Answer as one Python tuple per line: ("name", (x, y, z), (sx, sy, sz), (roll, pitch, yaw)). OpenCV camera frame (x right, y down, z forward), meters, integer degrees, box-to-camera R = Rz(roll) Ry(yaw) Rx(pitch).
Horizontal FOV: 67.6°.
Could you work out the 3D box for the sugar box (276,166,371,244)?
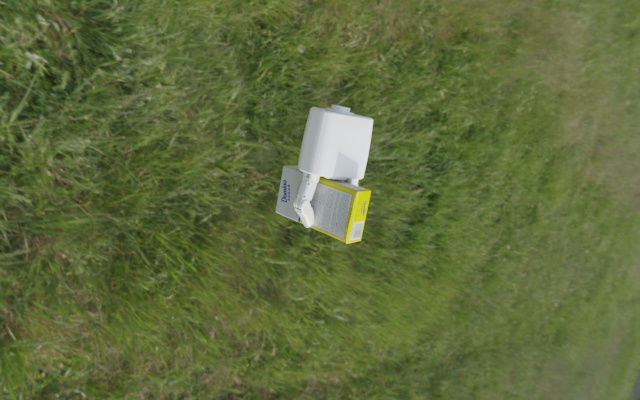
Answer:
("sugar box", (0.001, 0.003, 0.842), (0.176, 0.093, 0.048), (23, 18, 40))
